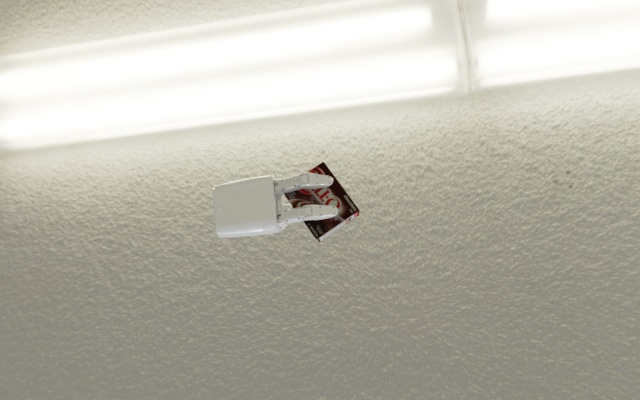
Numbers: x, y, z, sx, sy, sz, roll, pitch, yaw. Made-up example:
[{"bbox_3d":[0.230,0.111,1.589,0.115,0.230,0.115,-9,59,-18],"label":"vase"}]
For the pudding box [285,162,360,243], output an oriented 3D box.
[{"bbox_3d":[0.000,0.003,0.827,0.090,0.113,0.039,-34,-14,-5],"label":"pudding box"}]
